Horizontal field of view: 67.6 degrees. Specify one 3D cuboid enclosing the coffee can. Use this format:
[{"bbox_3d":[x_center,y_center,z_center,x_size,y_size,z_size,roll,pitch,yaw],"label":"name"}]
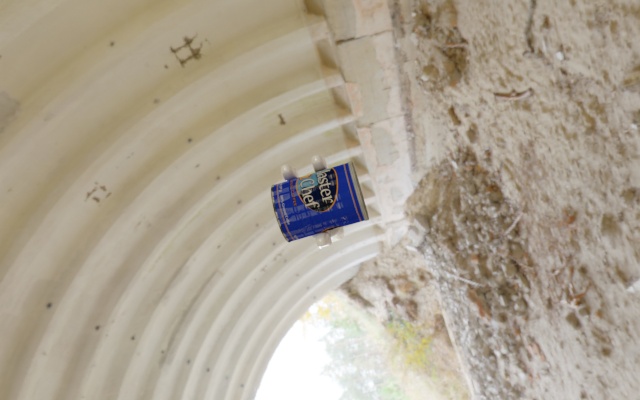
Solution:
[{"bbox_3d":[0.000,0.003,0.799,0.140,0.103,0.103,-16,-2,6],"label":"coffee can"}]
